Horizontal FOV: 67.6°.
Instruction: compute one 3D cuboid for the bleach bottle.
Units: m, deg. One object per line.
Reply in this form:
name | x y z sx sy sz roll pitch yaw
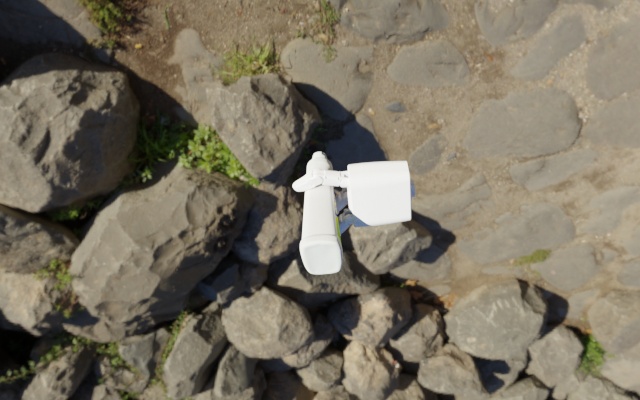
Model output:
bleach bottle | 0.000 0.003 0.864 0.068 0.250 0.103 -5 -40 4
